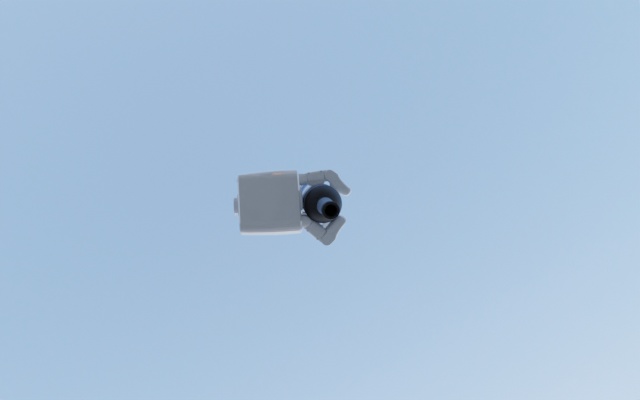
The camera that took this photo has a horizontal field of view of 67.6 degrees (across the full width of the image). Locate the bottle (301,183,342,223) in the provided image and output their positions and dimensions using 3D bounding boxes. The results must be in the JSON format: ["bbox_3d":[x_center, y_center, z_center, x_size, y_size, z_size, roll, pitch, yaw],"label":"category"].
[{"bbox_3d":[0.000,0.003,0.852,0.069,0.069,0.295,0,5,-6],"label":"bottle"}]
